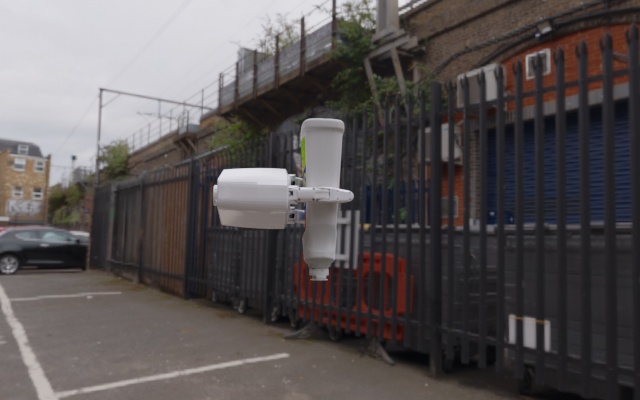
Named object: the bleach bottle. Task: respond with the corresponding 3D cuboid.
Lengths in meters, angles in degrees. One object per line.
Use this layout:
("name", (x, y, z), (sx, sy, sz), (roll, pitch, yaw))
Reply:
("bleach bottle", (0.000, 0.002, 0.771), (0.068, 0.251, 0.102), (1, -5, -6))
